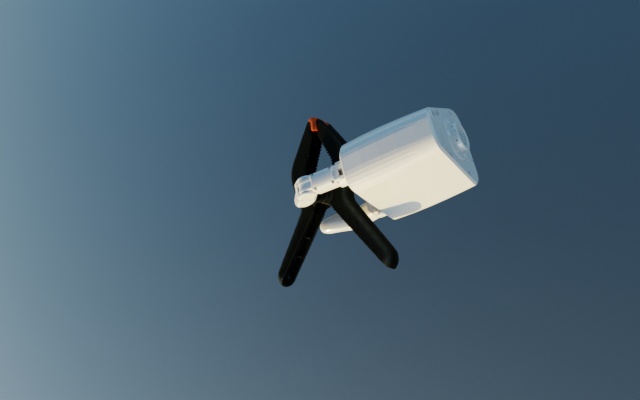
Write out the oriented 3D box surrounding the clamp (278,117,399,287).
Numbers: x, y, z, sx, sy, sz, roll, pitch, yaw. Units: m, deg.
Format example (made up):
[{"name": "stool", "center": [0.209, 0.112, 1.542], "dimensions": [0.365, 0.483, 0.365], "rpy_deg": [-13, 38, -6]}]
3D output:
[{"name": "clamp", "center": [0.000, 0.001, 0.587], "dimensions": [0.164, 0.210, 0.036], "rpy_deg": [-23, -21, 30]}]
